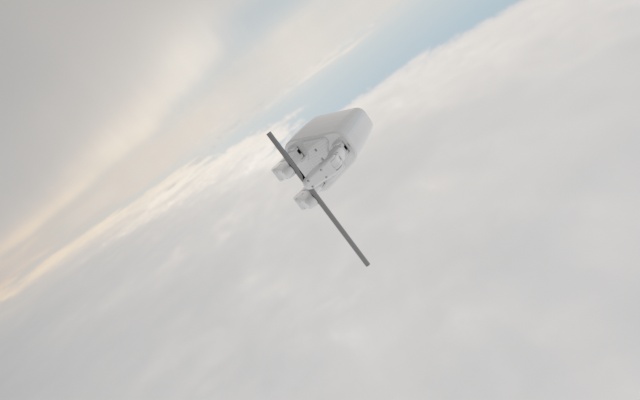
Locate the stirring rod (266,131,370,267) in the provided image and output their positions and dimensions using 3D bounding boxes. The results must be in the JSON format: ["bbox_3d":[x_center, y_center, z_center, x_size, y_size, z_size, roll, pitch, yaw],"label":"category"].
[{"bbox_3d":[0.000,0.002,0.669,0.011,0.239,0.011,-34,16,11],"label":"stirring rod"}]
